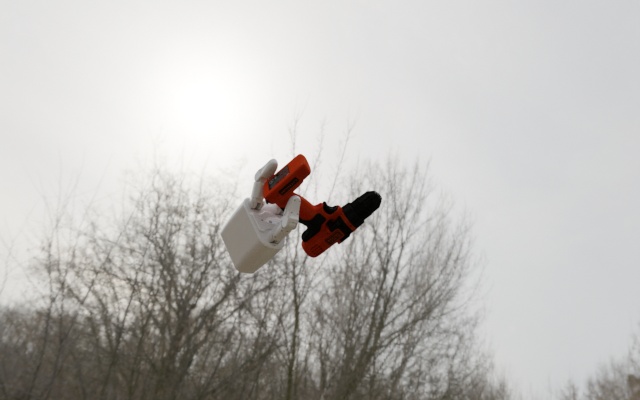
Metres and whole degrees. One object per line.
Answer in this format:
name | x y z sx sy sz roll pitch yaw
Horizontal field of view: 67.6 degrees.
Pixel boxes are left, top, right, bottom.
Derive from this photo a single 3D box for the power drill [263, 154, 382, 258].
power drill | 0.000 0.003 0.893 0.184 0.188 0.057 -40 27 10
